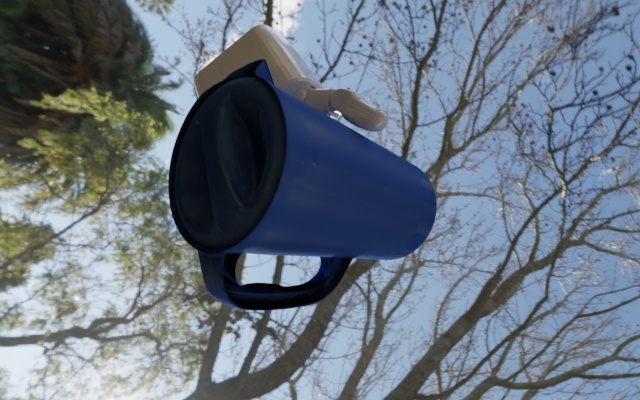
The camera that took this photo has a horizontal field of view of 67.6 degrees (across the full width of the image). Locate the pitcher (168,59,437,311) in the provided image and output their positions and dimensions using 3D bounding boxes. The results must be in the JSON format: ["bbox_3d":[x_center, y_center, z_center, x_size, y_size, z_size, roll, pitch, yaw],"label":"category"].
[{"bbox_3d":[0.000,0.001,0.425,0.243,0.145,0.149,15,-55,-48],"label":"pitcher"}]
